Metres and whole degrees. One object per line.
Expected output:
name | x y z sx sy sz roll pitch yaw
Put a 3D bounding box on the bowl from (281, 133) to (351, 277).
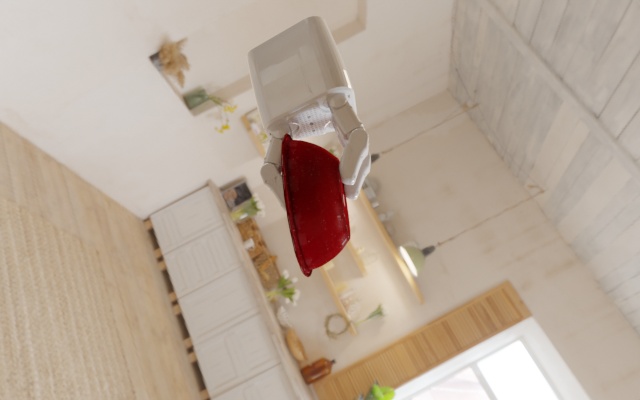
bowl | 0.001 0.003 0.532 0.055 0.162 0.162 -8 -1 5
